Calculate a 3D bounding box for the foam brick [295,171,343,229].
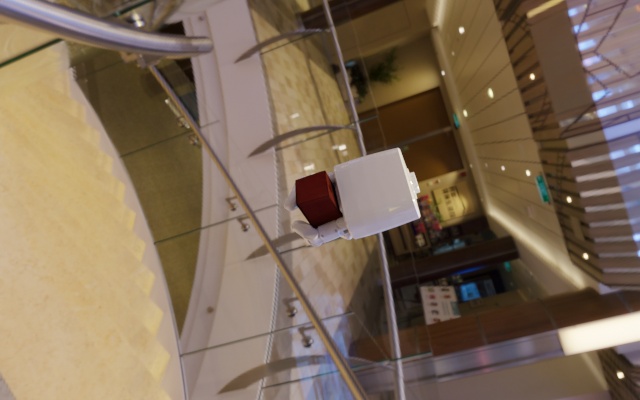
[{"bbox_3d":[0.000,0.002,0.725,0.051,0.053,0.078,-18,-41,13],"label":"foam brick"}]
